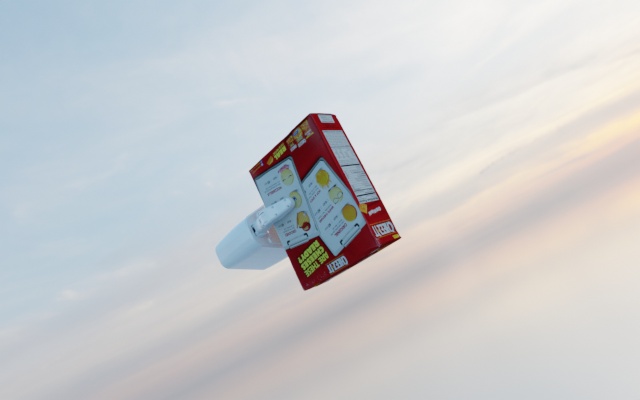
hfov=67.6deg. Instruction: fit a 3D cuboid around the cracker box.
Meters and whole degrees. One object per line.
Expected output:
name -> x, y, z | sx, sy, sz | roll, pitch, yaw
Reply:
cracker box -> 0.000, 0.002, 0.717 | 0.072, 0.213, 0.164 | -12, -19, -49
